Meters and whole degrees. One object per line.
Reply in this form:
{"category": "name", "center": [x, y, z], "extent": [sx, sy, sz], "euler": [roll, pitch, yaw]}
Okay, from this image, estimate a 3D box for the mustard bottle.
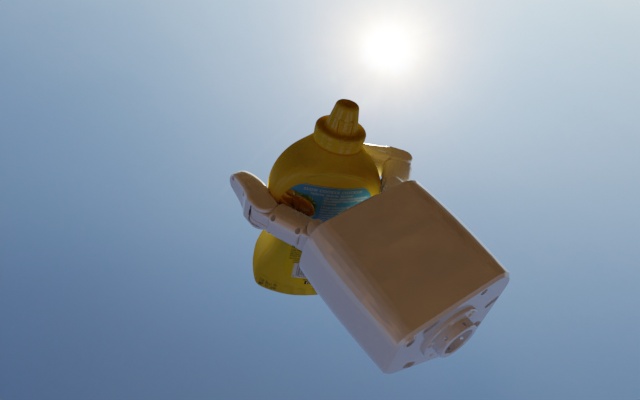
{"category": "mustard bottle", "center": [0.000, 0.001, 0.415], "extent": [0.096, 0.192, 0.058], "euler": [4, 39, -14]}
